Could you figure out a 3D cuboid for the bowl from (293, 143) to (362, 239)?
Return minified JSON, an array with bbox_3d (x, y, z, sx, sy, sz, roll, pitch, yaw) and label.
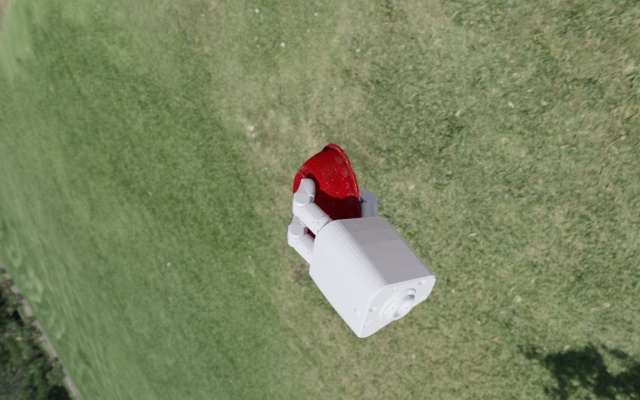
[{"bbox_3d":[-0.001,0.002,0.677,0.055,0.162,0.162,-8,3,-19],"label":"bowl"}]
